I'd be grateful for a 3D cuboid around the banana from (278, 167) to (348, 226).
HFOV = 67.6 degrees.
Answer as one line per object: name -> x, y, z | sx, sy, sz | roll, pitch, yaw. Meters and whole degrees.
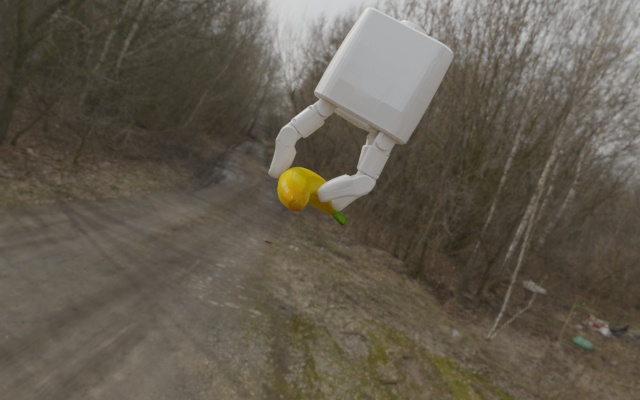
banana -> -0.012, -0.010, 0.551 | 0.069, 0.037, 0.198 | 42, 8, 17
